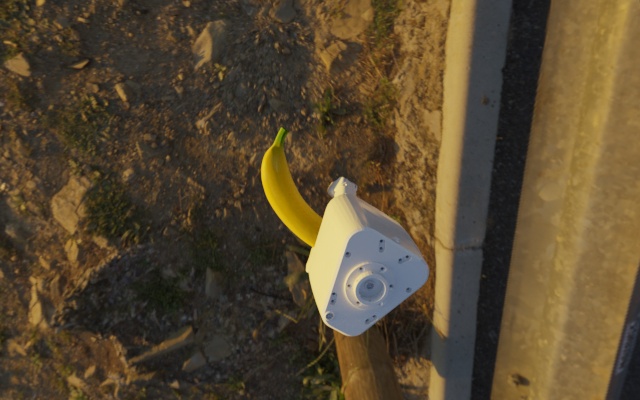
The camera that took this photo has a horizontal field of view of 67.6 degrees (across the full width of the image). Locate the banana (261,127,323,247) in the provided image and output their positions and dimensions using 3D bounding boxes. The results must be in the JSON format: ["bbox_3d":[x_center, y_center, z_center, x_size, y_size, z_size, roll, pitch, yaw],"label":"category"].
[{"bbox_3d":[-0.017,0.009,0.597,0.069,0.198,0.037,-33,14,1],"label":"banana"}]
